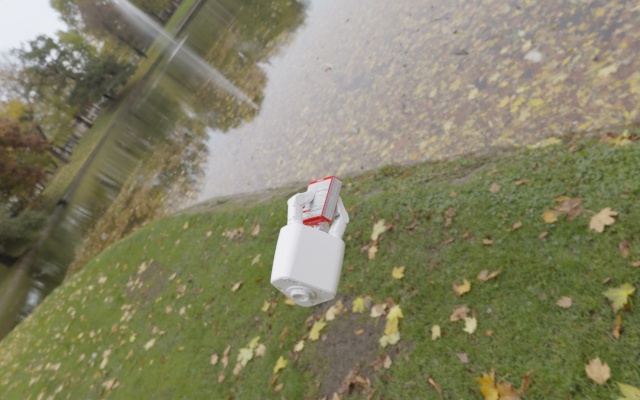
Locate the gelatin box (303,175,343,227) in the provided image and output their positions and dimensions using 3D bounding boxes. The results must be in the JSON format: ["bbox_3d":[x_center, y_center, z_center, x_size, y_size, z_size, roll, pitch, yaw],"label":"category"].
[{"bbox_3d":[0.000,0.002,0.900,0.030,0.089,0.073,29,-26,-30],"label":"gelatin box"}]
